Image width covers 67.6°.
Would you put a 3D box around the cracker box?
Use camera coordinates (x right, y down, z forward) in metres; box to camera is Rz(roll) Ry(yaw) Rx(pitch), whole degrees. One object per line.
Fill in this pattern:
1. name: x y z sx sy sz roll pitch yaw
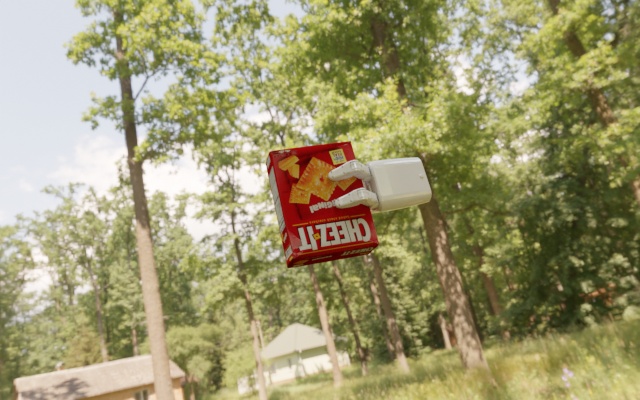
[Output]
1. cracker box: 0.000 0.003 0.887 0.164 0.213 0.072 -8 -20 -16
